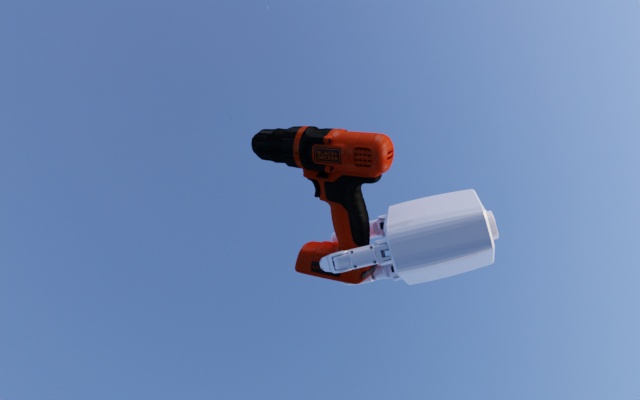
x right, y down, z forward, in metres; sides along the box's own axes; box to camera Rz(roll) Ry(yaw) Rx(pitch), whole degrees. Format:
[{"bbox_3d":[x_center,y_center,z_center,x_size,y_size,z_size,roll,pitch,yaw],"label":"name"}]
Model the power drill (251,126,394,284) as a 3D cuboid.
[{"bbox_3d":[0.000,0.002,0.588,0.184,0.188,0.057,8,25,29],"label":"power drill"}]
